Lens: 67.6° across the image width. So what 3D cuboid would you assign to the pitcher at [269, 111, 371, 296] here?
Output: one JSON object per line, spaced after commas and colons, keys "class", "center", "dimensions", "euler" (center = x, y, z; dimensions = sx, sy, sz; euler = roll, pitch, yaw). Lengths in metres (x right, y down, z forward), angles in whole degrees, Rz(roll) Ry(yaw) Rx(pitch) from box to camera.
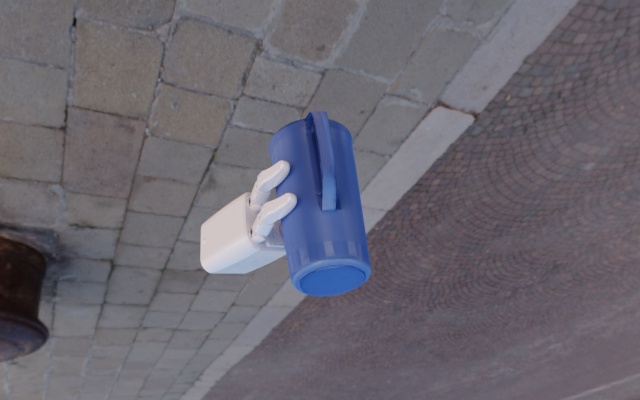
{"class": "pitcher", "center": [0.000, 0.002, 0.685], "dimensions": [0.145, 0.242, 0.149], "euler": [-29, -38, 26]}
